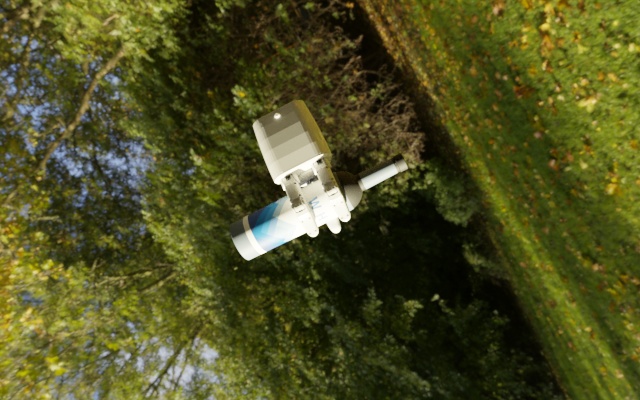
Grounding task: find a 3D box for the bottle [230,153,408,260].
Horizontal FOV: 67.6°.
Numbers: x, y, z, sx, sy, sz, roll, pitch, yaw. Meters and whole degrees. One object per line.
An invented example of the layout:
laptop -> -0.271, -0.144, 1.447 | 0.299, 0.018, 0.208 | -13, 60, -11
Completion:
bottle -> 0.000, 0.003, 0.763 | 0.296, 0.069, 0.069 | -26, -3, 6
